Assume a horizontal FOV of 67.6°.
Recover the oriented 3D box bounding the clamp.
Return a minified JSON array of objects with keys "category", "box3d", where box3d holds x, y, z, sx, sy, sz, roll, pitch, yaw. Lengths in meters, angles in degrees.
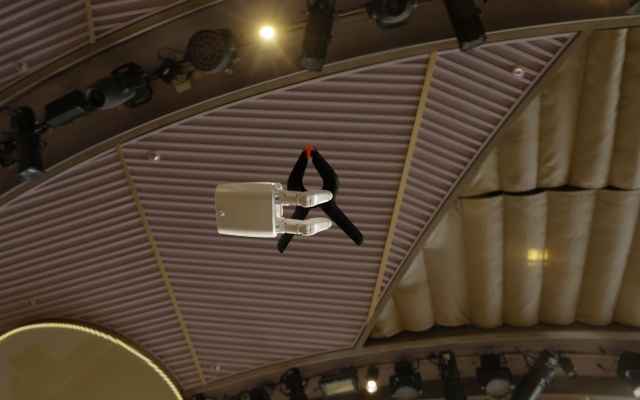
[{"category":"clamp","box3d":[0.000,0.002,0.881,0.164,0.210,0.036,0,21,0]}]
